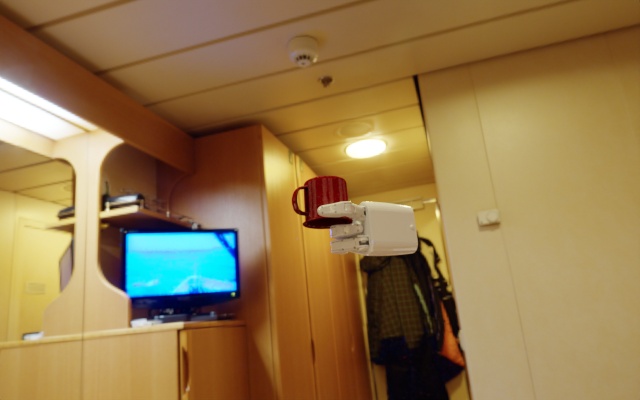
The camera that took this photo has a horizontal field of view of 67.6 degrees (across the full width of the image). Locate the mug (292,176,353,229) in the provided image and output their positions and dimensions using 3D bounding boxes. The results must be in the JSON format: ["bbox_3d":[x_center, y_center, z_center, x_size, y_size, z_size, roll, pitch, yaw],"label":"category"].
[{"bbox_3d":[-0.001,0.003,0.881,0.117,0.081,0.093,5,-18,-28],"label":"mug"}]
